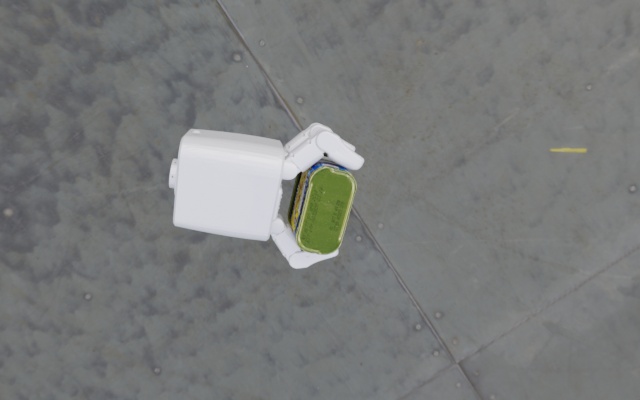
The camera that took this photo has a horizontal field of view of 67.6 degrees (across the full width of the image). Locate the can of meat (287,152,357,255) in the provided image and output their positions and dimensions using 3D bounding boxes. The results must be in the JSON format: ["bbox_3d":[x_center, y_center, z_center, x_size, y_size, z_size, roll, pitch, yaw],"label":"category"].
[{"bbox_3d":[0.000,0.002,0.541,0.057,0.102,0.084,11,14,-11],"label":"can of meat"}]
